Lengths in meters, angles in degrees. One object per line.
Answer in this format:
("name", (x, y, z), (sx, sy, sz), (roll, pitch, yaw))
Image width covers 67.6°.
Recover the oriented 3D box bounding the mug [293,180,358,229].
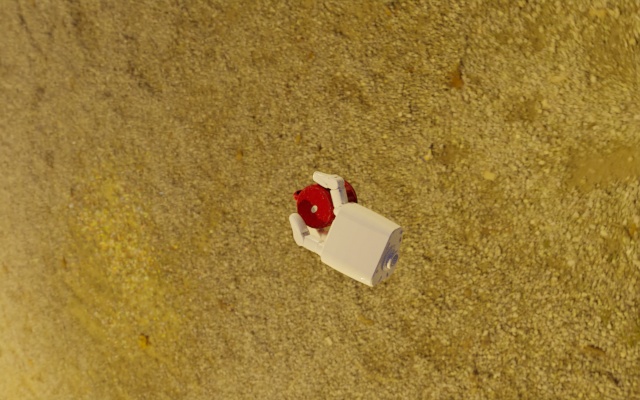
("mug", (-0.001, 0.002, 0.898), (0.117, 0.093, 0.081), (24, 22, 30))
